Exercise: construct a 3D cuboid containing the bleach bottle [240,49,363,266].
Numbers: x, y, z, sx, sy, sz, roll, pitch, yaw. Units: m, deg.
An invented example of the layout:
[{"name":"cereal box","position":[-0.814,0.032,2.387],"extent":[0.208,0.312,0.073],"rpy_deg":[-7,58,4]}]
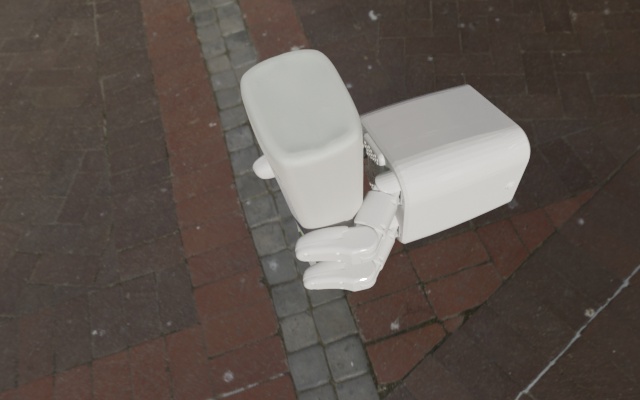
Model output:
[{"name":"bleach bottle","position":[0.000,0.001,0.413],"extent":[0.068,0.102,0.251],"rpy_deg":[-20,-32,-5]}]
